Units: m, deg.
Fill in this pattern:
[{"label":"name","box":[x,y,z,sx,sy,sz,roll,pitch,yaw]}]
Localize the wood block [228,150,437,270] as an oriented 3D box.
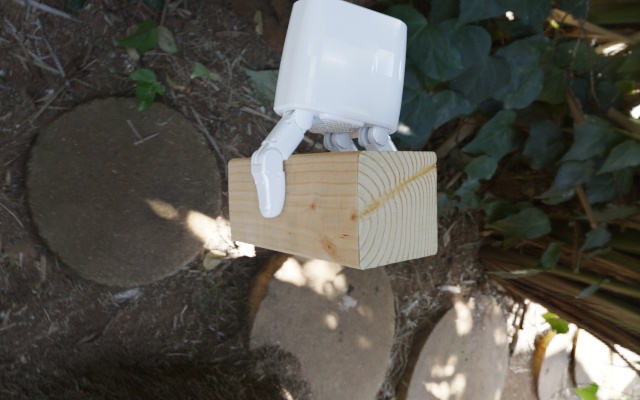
[{"label":"wood block","box":[0.000,0.001,0.456,0.091,0.090,0.206,-4,4,-37]}]
